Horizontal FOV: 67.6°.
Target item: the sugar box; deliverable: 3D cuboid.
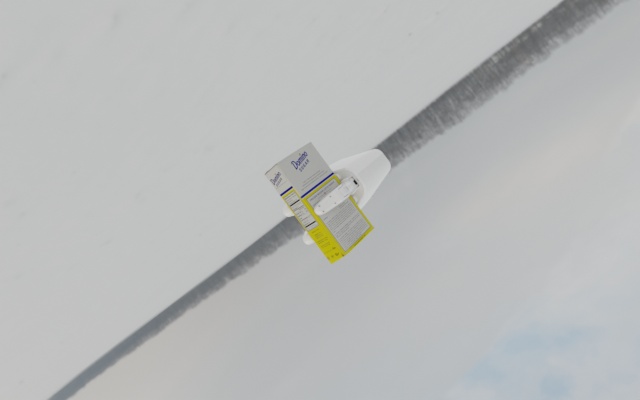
[{"bbox_3d":[0.000,0.003,0.757,0.093,0.176,0.048,-38,1,-44],"label":"sugar box"}]
